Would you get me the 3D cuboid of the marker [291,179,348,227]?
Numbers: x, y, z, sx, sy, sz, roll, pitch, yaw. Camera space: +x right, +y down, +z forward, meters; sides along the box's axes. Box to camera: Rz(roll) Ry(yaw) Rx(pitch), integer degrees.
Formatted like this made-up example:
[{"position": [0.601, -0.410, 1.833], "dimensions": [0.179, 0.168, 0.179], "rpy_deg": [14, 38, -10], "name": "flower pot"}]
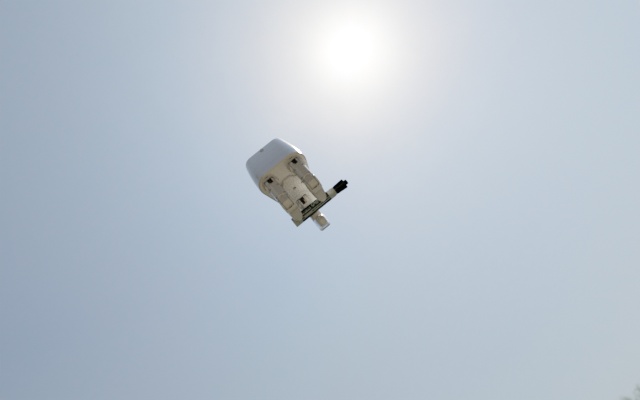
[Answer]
[{"position": [0.000, 0.003, 0.849], "dimensions": [0.121, 0.020, 0.020], "rpy_deg": [-39, 4, -5], "name": "marker"}]
